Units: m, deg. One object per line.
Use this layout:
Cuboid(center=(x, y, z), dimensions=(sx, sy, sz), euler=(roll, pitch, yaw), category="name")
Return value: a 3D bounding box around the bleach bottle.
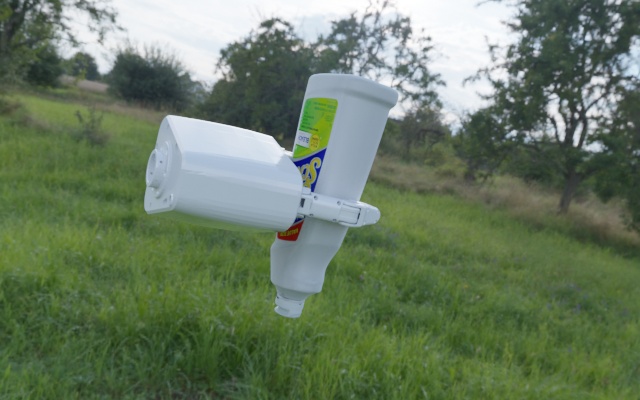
Cuboid(center=(0.000, 0.002, 0.492), dimensions=(0.068, 0.251, 0.102), euler=(11, 7, -32), category="bleach bottle")
